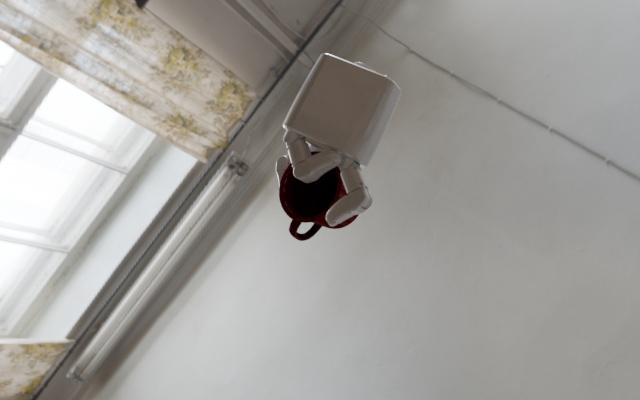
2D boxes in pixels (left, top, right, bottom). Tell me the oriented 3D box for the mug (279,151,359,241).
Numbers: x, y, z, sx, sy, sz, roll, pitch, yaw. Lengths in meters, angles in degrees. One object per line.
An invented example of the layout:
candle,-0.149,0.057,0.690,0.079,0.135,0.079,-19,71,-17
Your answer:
mug,0.000,0.003,0.633,0.093,0.117,0.081,30,3,34
